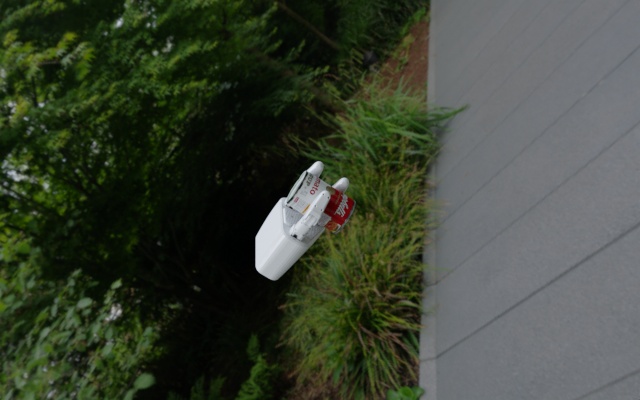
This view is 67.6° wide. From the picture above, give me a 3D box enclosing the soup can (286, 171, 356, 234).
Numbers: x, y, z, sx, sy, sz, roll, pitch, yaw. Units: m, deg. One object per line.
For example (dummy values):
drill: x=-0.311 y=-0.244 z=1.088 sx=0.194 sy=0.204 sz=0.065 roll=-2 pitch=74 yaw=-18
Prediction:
soup can: x=0.000 y=0.002 z=0.826 sx=0.102 sy=0.068 sz=0.068 roll=32 pitch=-6 yaw=-10
